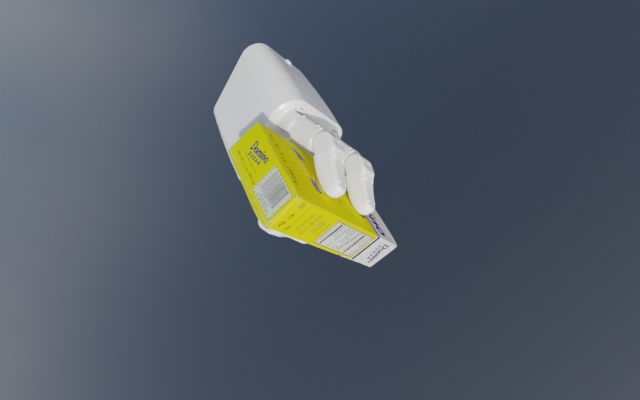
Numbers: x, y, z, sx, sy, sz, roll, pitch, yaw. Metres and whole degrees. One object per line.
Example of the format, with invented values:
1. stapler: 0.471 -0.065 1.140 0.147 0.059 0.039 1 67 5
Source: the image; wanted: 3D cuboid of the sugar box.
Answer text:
1. sugar box: 0.000 0.001 0.453 0.048 0.093 0.176 -42 -35 19
